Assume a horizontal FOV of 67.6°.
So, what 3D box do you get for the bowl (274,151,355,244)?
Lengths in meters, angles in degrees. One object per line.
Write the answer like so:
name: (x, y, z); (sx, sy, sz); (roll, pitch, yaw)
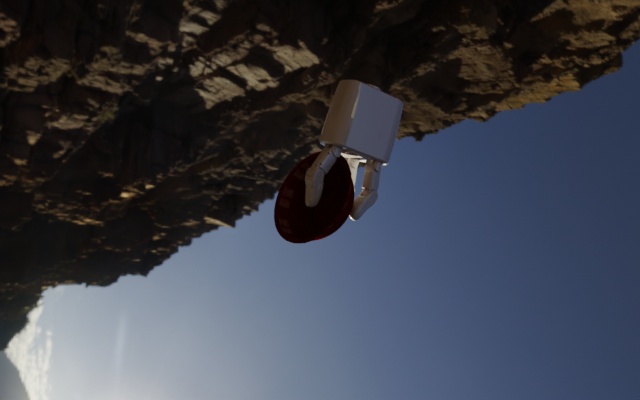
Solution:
bowl: (0.000, 0.004, 0.772); (0.162, 0.162, 0.055); (0, -24, 44)
